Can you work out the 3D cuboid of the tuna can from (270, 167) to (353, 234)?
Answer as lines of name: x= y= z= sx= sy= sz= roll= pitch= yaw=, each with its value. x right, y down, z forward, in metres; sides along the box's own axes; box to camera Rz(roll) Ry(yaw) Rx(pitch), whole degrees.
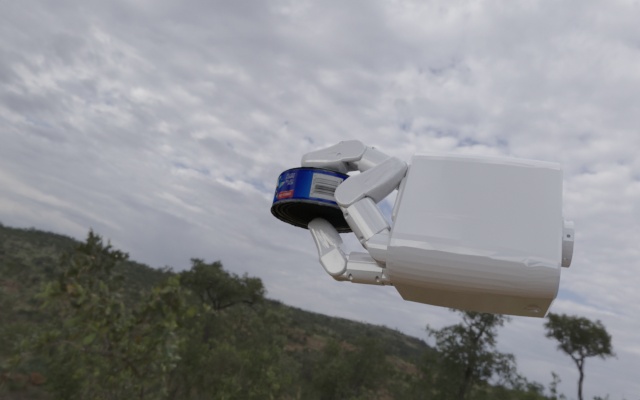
tuna can: x=0.000 y=0.001 z=0.430 sx=0.086 sy=0.033 sz=0.086 roll=9 pitch=-18 yaw=3
